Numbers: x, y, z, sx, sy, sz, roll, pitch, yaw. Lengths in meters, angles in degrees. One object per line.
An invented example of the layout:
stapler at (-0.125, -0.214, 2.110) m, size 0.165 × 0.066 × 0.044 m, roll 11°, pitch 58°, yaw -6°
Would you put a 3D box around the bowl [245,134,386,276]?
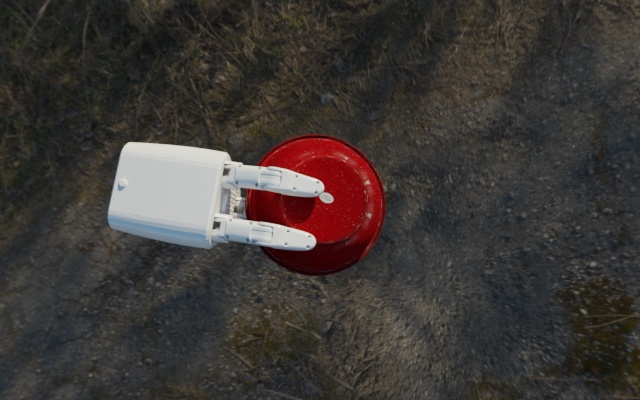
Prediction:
bowl at (0.001, 0.002, 0.517) m, size 0.162 × 0.162 × 0.055 m, roll 0°, pitch -6°, yaw -9°
